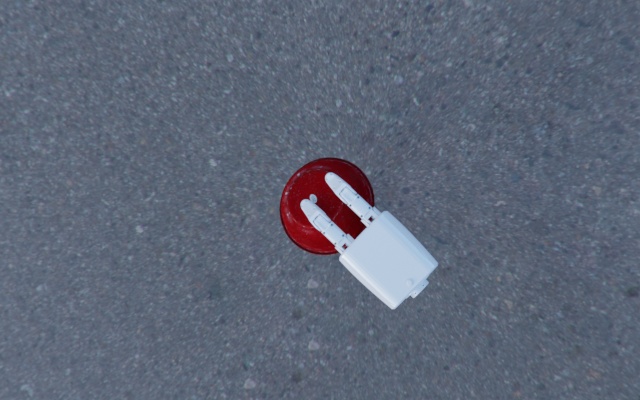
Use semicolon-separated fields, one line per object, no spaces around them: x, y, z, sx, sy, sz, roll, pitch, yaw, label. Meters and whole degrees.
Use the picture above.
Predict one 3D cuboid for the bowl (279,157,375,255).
-0.001;0.002;0.747;0.162;0.162;0.055;0;-12;20;bowl
